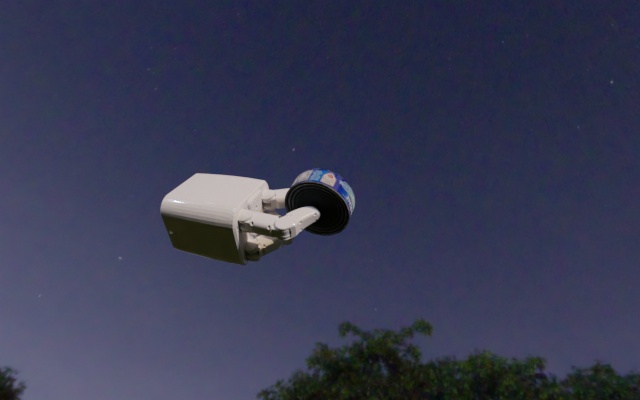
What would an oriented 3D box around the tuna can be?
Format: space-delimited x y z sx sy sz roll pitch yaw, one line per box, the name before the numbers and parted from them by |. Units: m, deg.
tuna can | 0.000 0.002 0.606 0.086 0.086 0.033 0 38 24
